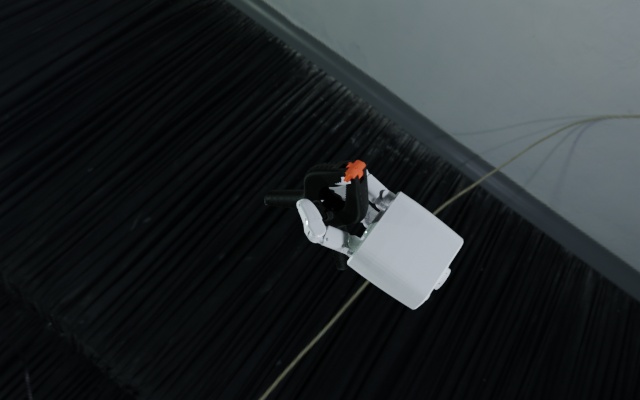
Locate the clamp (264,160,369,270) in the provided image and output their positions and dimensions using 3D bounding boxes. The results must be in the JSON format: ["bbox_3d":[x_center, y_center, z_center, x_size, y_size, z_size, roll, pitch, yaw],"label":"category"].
[{"bbox_3d":[0.000,0.002,0.645,0.164,0.036,0.210,37,-33,8],"label":"clamp"}]
